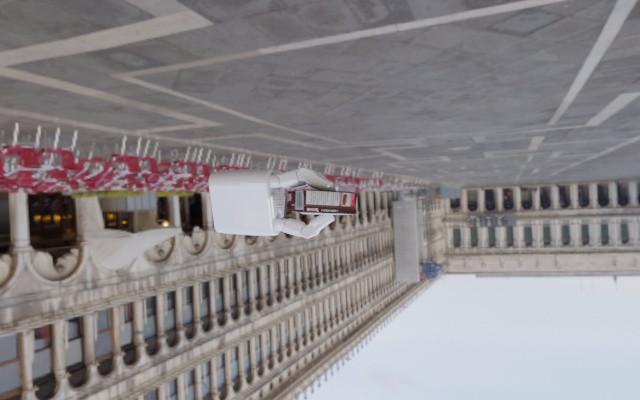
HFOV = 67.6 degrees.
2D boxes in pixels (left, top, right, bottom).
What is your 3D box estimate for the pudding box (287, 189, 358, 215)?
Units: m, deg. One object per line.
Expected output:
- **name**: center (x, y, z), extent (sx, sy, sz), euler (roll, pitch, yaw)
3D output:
- **pudding box**: center (0.000, 0.003, 0.782), extent (0.090, 0.039, 0.113), euler (2, 1, -16)
